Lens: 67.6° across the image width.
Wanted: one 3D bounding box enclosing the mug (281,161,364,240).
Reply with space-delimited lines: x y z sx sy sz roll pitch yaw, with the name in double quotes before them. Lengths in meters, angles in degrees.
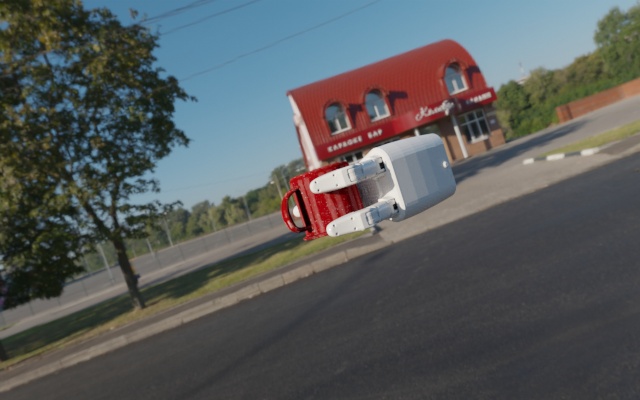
"mug" -0.001 0.002 0.612 0.117 0.081 0.093 -19 1 -32
